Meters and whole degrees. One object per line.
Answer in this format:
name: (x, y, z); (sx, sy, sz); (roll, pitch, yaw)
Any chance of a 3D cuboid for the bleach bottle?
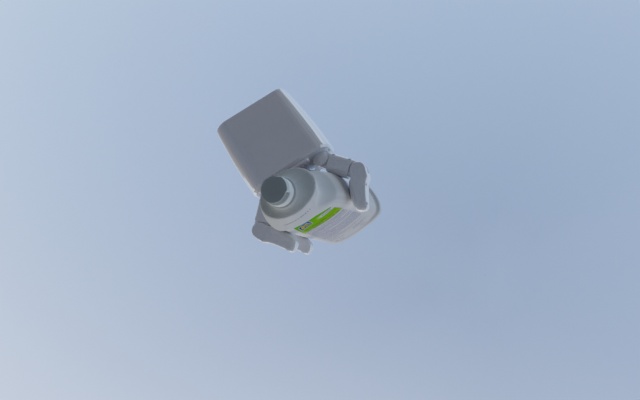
bleach bottle: (0.000, 0.002, 0.592); (0.102, 0.068, 0.251); (-38, -18, 10)
